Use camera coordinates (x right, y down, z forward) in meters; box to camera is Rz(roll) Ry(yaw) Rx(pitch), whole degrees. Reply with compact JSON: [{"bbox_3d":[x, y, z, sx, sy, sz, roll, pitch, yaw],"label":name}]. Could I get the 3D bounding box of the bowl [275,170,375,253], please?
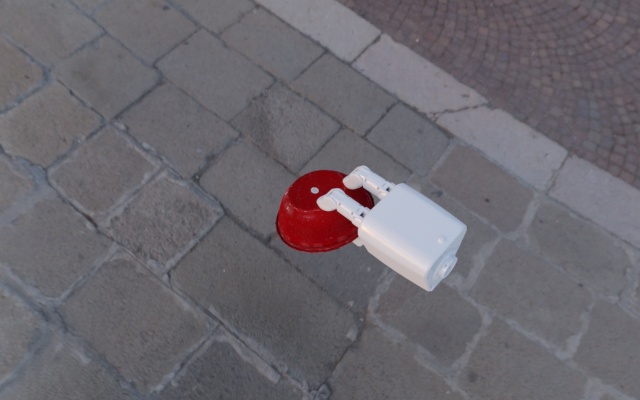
[{"bbox_3d":[-0.001,0.002,0.741,0.162,0.055,0.162,-10,43,10],"label":"bowl"}]
